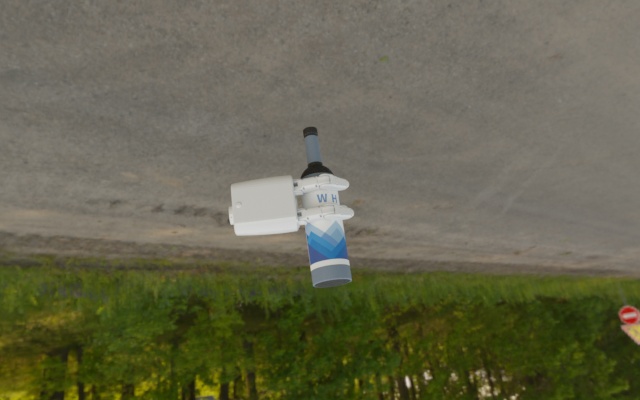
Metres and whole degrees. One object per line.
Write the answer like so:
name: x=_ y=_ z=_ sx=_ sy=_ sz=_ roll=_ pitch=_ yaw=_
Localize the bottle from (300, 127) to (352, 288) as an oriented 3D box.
bottle: x=0.000 y=0.003 z=0.854 sx=0.069 sy=0.295 sz=0.069 roll=-7 pitch=-20 yaw=-3
